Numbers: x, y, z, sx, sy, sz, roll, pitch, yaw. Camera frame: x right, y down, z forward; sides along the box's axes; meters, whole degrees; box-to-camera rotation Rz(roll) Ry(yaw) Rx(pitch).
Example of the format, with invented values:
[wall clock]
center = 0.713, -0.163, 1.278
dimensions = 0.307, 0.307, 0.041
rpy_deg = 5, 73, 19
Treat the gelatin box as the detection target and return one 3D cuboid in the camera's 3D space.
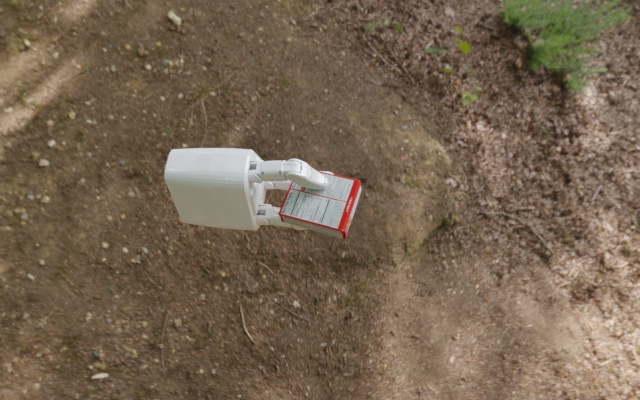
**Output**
[gelatin box]
center = 0.000, 0.002, 0.610
dimensions = 0.089, 0.073, 0.030
rpy_deg = 14, -23, 16
